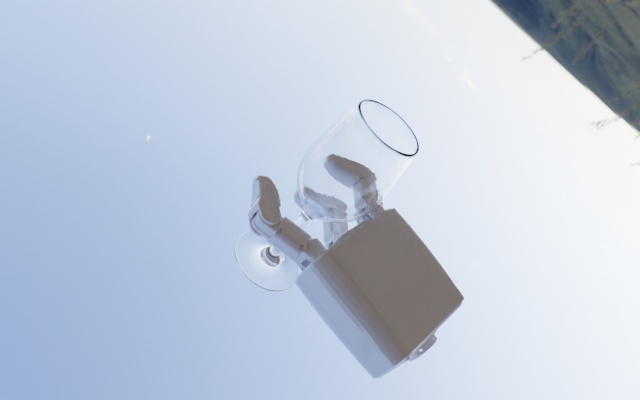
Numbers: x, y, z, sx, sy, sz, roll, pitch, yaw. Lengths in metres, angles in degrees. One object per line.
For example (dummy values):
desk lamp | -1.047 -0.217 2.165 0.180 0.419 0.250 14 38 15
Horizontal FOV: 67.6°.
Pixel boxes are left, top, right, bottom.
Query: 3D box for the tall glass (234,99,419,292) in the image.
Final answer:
tall glass | 0.000 0.002 0.436 0.079 0.079 0.201 0 -37 -44
